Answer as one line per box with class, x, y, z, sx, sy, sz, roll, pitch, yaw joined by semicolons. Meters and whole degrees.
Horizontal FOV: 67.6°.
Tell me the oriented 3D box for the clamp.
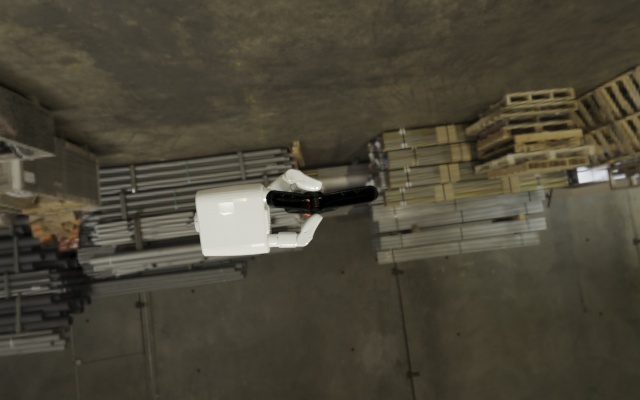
clamp;0.000;0.003;0.777;0.164;0.036;0.210;-3;-6;-3
